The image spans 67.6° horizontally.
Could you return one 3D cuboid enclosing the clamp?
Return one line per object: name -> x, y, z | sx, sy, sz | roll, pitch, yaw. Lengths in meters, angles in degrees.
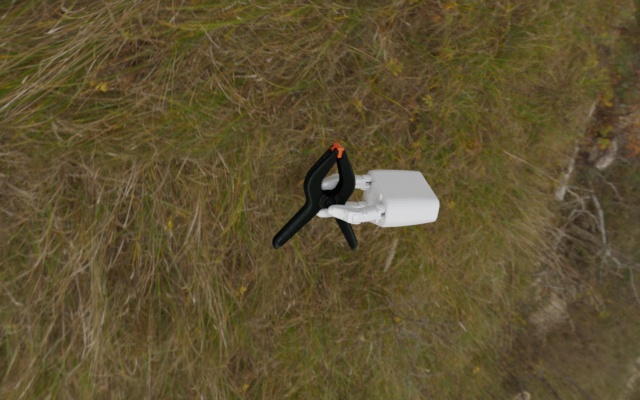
clamp -> 0.001, 0.003, 0.837 | 0.164, 0.210, 0.036 | -3, 27, -20
